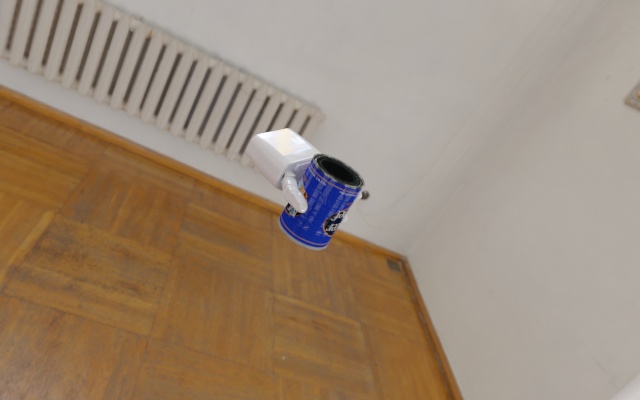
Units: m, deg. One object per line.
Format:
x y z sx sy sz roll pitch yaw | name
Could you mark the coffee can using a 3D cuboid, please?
0.000 0.003 0.848 0.103 0.140 0.102 25 24 -12 | coffee can
